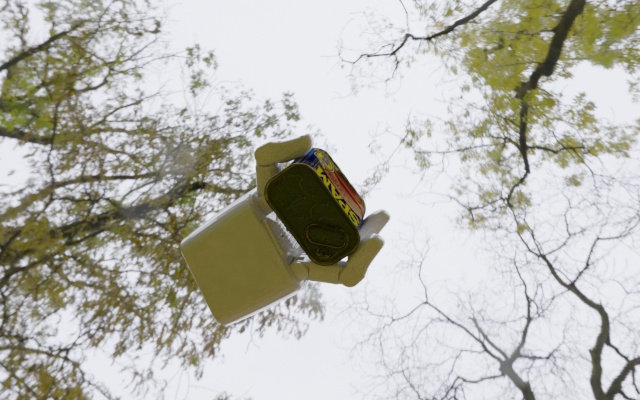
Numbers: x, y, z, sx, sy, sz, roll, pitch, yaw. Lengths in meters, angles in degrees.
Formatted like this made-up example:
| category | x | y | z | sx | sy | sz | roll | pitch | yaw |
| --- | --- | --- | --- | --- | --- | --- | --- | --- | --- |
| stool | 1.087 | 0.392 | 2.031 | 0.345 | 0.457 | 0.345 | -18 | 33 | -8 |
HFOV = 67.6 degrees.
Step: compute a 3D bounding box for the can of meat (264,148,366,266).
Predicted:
| category | x | y | z | sx | sy | sz | roll | pitch | yaw |
| --- | --- | --- | --- | --- | --- | --- | --- | --- | --- |
| can of meat | 0.000 | 0.001 | 0.480 | 0.057 | 0.102 | 0.084 | -33 | 9 | 20 |
